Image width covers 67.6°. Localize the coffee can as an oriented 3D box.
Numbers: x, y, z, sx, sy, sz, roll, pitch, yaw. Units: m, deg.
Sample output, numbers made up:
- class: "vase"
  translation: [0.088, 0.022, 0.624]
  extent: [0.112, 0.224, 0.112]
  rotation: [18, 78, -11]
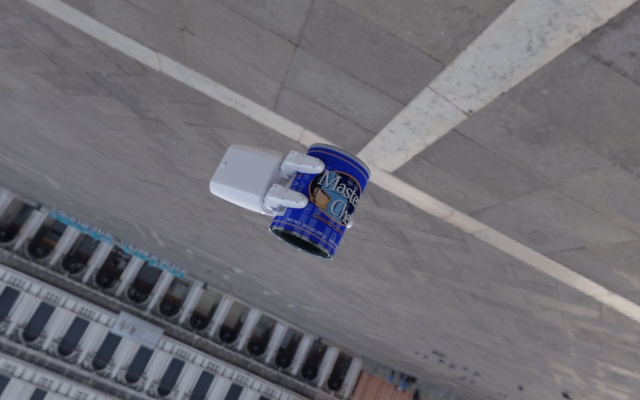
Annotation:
- class: "coffee can"
  translation: [0.000, 0.002, 0.699]
  extent: [0.103, 0.140, 0.103]
  rotation: [24, -16, 7]
